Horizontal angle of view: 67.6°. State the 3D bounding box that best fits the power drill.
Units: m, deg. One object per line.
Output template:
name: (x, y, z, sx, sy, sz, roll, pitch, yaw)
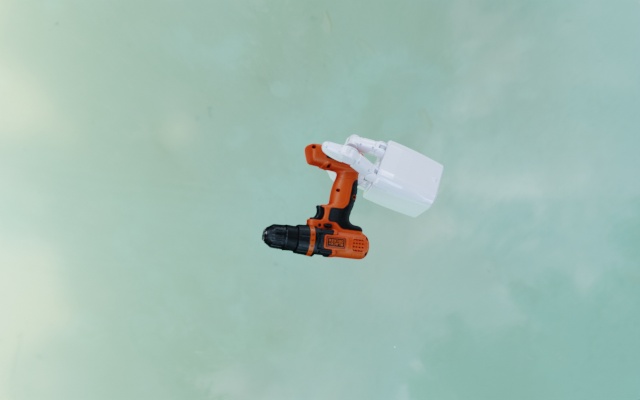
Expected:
power drill: (0.000, 0.002, 0.812, 0.184, 0.187, 0.057, 9, -8, -18)
